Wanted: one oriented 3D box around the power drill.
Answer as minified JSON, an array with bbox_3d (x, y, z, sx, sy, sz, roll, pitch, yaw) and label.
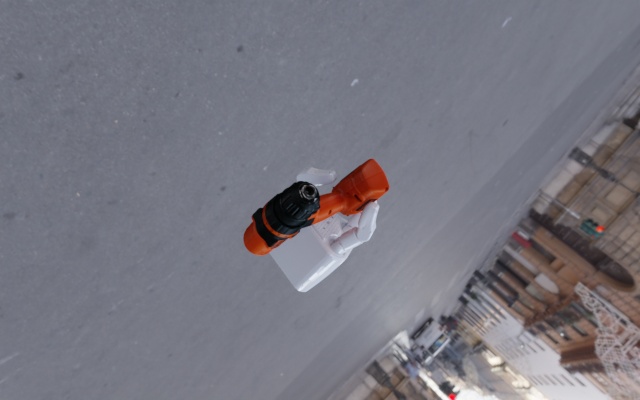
[{"bbox_3d":[0.000,0.002,0.633,0.187,0.057,0.184,-21,-10,-34],"label":"power drill"}]
